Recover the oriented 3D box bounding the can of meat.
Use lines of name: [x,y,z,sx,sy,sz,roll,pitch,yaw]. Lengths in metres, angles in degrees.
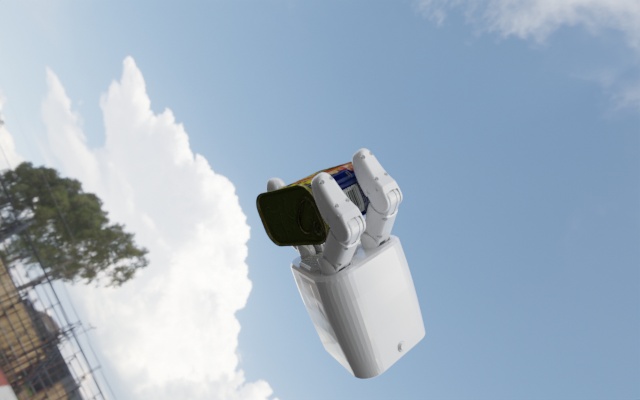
can of meat: [0.000,0.001,0.468,0.084,0.057,0.102,-26,9,-35]
